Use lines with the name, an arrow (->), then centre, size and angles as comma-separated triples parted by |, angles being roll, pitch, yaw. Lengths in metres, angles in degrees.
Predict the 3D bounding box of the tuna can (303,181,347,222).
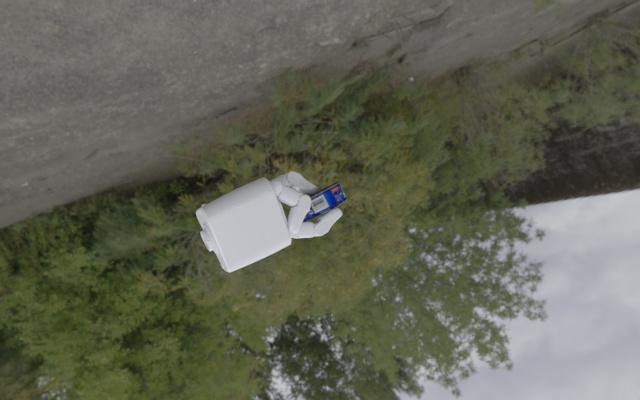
tuna can -> 0.000, 0.003, 0.791 | 0.086, 0.034, 0.086 | -28, 3, 1
